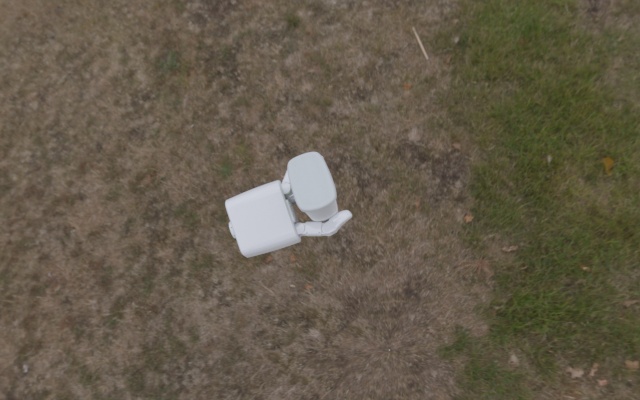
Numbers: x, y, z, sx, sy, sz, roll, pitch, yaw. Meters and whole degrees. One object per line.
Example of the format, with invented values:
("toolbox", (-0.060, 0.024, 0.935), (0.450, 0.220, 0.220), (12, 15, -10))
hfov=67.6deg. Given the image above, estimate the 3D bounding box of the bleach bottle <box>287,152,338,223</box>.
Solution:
("bleach bottle", (0.000, 0.003, 0.878), (0.068, 0.102, 0.251), (-19, -19, 2))
